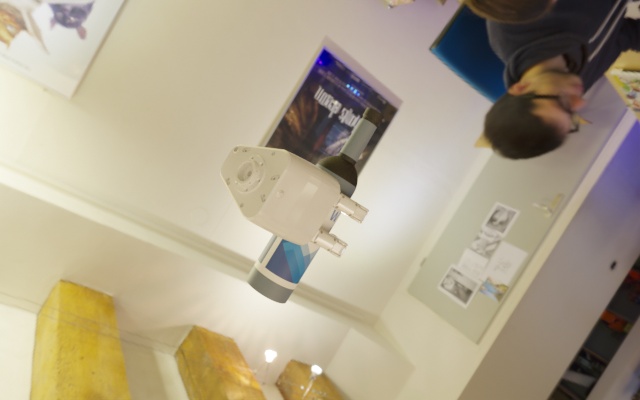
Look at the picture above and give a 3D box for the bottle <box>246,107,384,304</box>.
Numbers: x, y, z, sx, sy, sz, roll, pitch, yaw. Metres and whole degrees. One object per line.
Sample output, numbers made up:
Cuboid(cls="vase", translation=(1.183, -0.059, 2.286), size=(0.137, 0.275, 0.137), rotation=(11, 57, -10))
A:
Cuboid(cls="bottle", translation=(0.000, 0.002, 0.670), size=(0.069, 0.296, 0.069), rotation=(32, 2, -1))
